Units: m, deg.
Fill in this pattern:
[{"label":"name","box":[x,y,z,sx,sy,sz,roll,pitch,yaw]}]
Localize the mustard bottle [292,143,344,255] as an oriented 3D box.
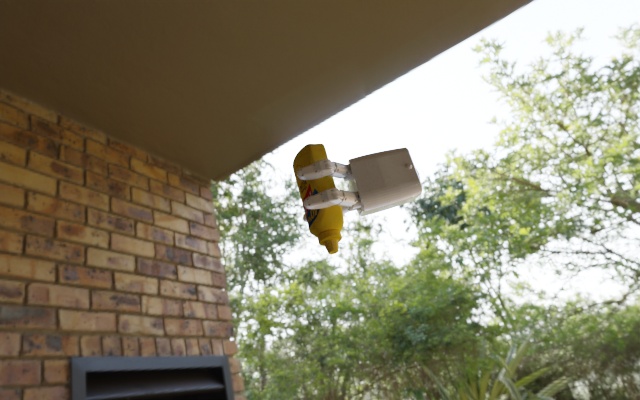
[{"label":"mustard bottle","box":[0.000,0.003,0.829,0.058,0.191,0.096,-3,-28,-24]}]
